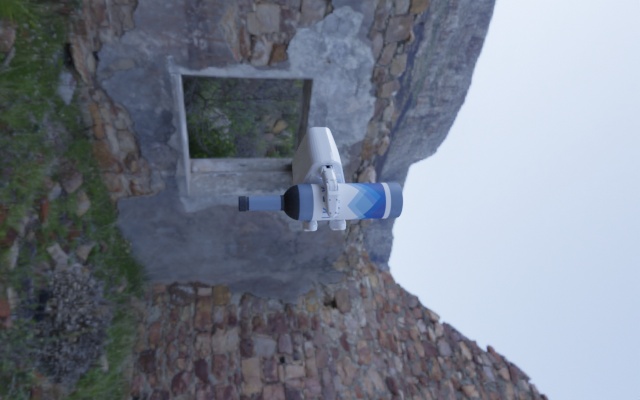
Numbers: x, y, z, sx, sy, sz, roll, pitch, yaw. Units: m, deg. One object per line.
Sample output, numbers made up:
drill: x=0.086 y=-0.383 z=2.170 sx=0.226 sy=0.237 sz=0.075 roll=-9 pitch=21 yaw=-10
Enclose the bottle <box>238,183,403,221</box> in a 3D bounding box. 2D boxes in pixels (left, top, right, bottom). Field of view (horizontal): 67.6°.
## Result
bottle: x=0.000 y=0.003 z=0.870 sx=0.296 sy=0.069 sz=0.069 roll=-1 pitch=0 yaw=-11
